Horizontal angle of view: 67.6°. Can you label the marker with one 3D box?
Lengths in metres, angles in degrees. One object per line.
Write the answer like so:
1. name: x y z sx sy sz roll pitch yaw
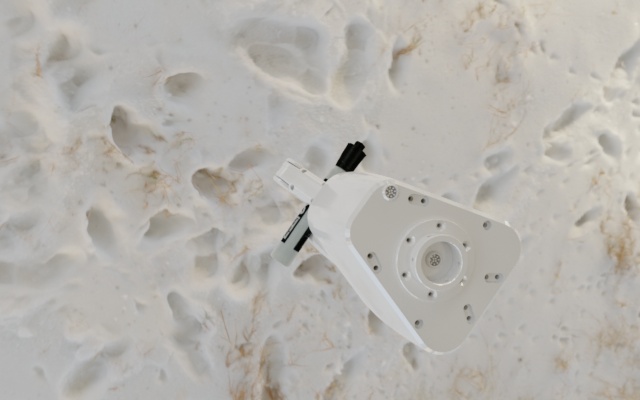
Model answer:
1. marker: 0.000 0.001 0.400 0.020 0.121 0.020 35 -3 2
